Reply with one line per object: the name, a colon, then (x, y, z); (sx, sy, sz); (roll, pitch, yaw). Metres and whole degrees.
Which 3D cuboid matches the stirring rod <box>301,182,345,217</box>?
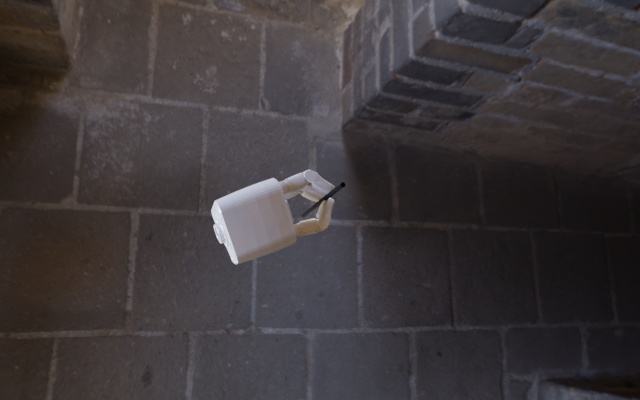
stirring rod: (0.000, 0.003, 0.847); (0.011, 0.011, 0.239); (0, -13, -17)
